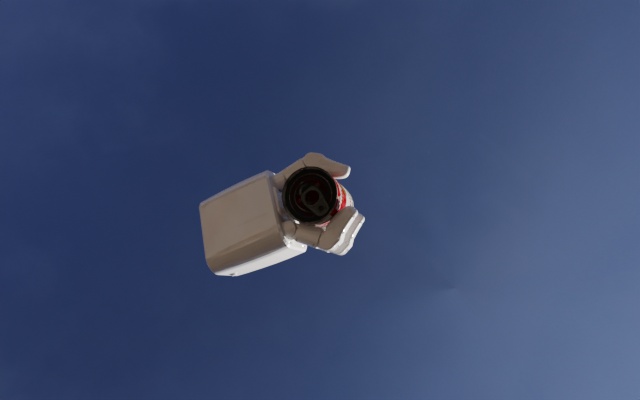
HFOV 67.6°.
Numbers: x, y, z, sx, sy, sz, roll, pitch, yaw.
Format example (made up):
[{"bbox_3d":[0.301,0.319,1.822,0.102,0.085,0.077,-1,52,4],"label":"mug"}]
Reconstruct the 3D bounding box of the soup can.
[{"bbox_3d":[0.001,0.002,0.601,0.068,0.068,0.102,0,-10,16],"label":"soup can"}]
